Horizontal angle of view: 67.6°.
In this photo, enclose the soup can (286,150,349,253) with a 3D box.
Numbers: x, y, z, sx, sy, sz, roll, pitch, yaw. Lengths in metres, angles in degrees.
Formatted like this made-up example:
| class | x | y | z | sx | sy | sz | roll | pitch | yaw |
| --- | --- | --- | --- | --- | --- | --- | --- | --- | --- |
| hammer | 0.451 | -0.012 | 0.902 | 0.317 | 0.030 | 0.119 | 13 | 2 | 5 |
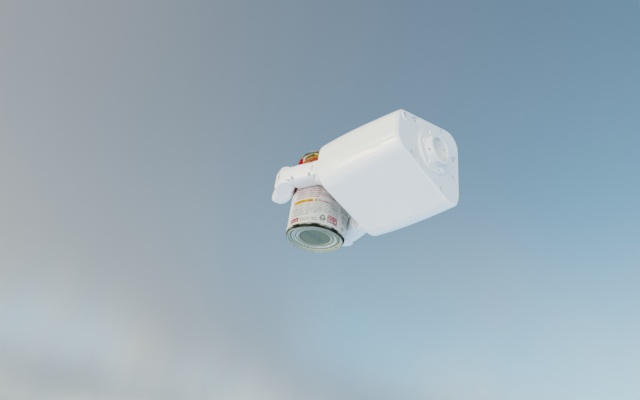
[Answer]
| class | x | y | z | sx | sy | sz | roll | pitch | yaw |
| --- | --- | --- | --- | --- | --- | --- | --- | --- | --- |
| soup can | 0.000 | 0.002 | 0.561 | 0.068 | 0.102 | 0.068 | 6 | -31 | 4 |
